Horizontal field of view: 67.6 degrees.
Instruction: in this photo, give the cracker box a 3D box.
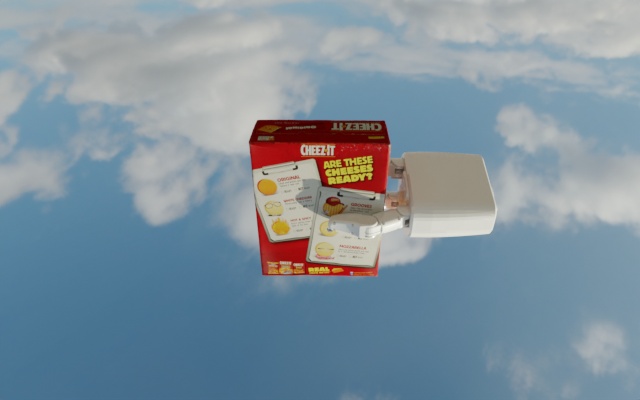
[{"bbox_3d":[0.000,0.002,0.627,0.164,0.214,0.072,0,36,1],"label":"cracker box"}]
